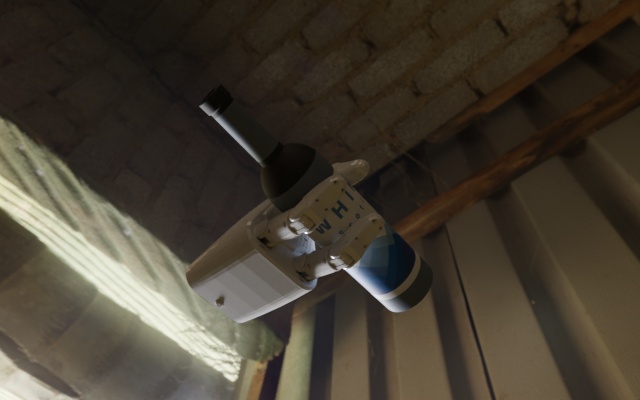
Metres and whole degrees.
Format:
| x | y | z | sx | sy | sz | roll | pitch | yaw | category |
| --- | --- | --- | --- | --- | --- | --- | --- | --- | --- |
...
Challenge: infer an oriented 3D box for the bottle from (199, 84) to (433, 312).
| x | y | z | sx | sy | sz | roll | pitch | yaw | category |
| --- | --- | --- | --- | --- | --- | --- | --- | --- | --- |
| 0.000 | 0.002 | 0.475 | 0.296 | 0.069 | 0.069 | 44 | -21 | -23 | bottle |
